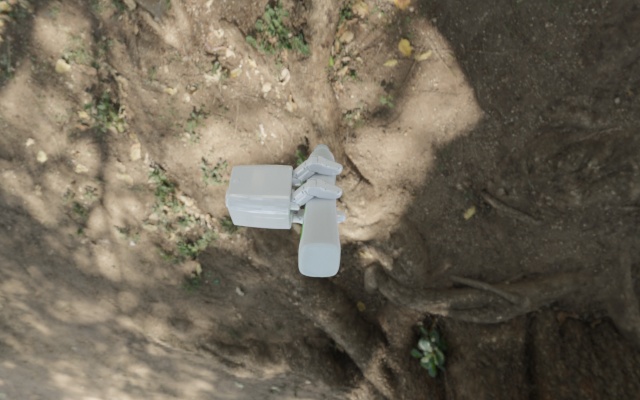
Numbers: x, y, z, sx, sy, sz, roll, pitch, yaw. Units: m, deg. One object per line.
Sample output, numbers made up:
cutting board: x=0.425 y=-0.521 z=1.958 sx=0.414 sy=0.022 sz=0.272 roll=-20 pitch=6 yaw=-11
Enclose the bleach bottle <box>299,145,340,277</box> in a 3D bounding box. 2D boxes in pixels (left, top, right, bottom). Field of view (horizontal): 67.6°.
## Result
bleach bottle: x=0.000 y=0.003 z=0.849 sx=0.068 sy=0.250 sz=0.103 roll=2 pitch=-40 yaw=-2
